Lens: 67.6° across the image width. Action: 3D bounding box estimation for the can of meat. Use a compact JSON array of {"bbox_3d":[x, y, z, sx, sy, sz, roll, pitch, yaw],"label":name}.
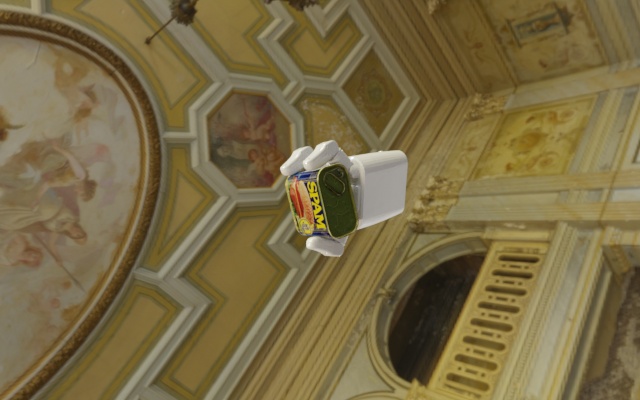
[{"bbox_3d":[0.000,0.002,0.690,0.057,0.102,0.084,-19,10,-37],"label":"can of meat"}]
